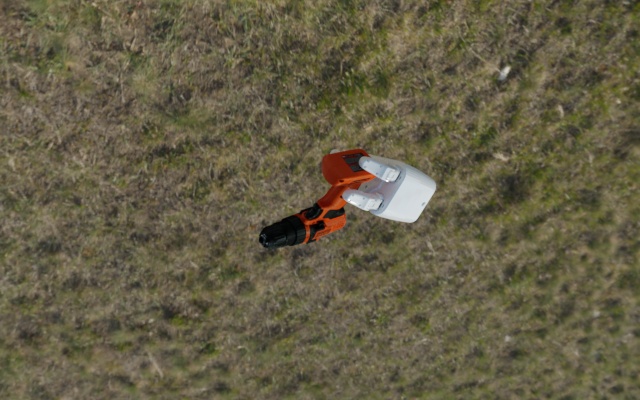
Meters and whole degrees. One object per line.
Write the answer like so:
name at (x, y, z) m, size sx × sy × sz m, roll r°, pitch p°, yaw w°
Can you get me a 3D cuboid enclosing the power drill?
power drill at (0.001, 0.002, 0.780) m, size 0.184 × 0.057 × 0.188 m, roll -17°, pitch -27°, yaw -43°
